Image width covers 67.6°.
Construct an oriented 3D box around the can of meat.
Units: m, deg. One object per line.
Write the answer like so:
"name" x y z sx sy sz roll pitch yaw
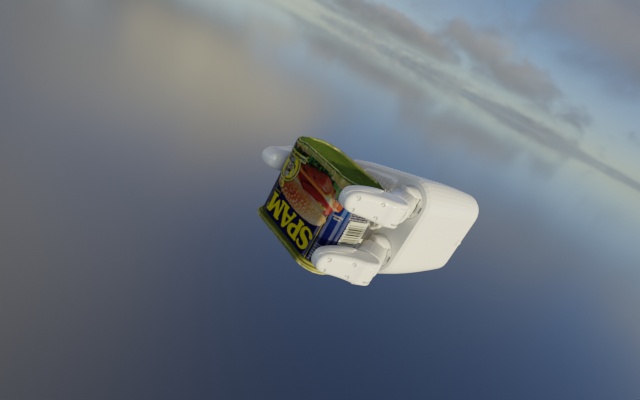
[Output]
"can of meat" 0.000 0.001 0.424 0.057 0.084 0.102 10 26 -43
